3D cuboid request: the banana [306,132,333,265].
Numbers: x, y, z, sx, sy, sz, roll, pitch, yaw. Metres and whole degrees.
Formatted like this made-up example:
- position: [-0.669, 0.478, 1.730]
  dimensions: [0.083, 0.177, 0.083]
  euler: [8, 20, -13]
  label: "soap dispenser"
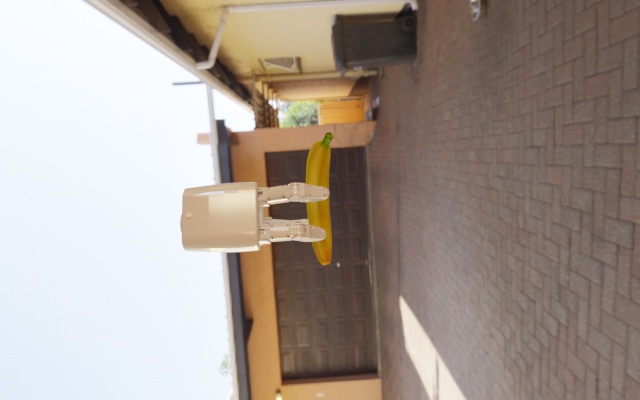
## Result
- position: [-0.002, -0.004, 0.728]
  dimensions: [0.037, 0.198, 0.069]
  euler: [-2, 9, -7]
  label: "banana"
